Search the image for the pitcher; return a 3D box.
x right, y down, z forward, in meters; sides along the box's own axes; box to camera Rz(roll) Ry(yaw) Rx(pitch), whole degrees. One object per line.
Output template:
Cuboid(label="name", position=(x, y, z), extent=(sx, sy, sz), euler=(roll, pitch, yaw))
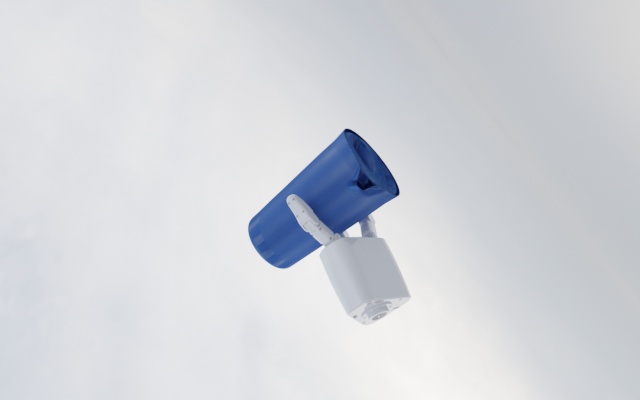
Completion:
Cuboid(label="pitcher", position=(0.000, 0.003, 0.791), extent=(0.243, 0.145, 0.149), euler=(-38, -32, 21))
